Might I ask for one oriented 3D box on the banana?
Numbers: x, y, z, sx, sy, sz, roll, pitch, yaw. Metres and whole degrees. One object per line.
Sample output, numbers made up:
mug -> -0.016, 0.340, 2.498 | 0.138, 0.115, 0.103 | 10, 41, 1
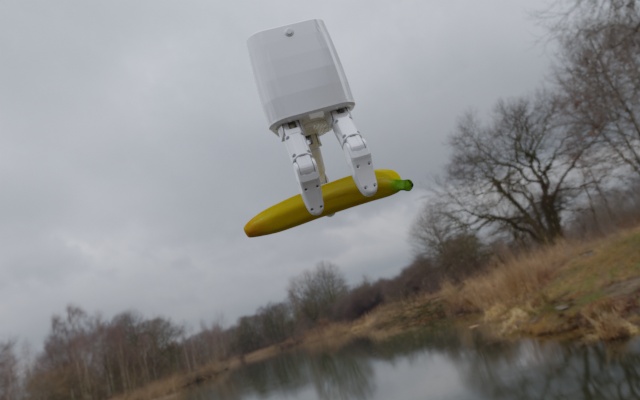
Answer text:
banana -> 0.008, -0.001, 0.545 | 0.198, 0.037, 0.069 | -19, 0, 16
